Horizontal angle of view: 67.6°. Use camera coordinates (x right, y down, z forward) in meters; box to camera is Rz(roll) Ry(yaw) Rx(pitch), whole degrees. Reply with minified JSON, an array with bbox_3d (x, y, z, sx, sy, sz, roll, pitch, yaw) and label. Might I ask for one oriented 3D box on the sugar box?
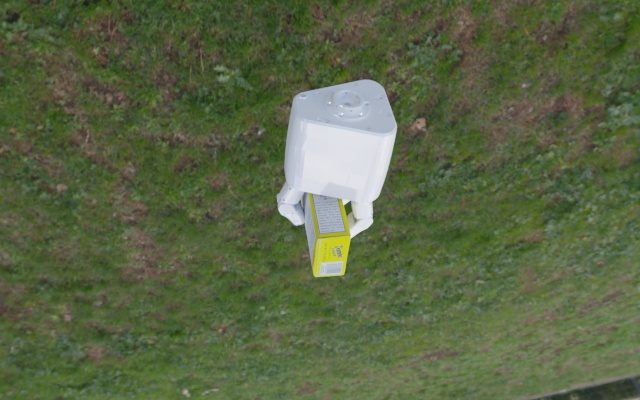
[{"bbox_3d":[0.001,0.002,0.628,0.048,0.176,0.093,-3,-38,-7],"label":"sugar box"}]
